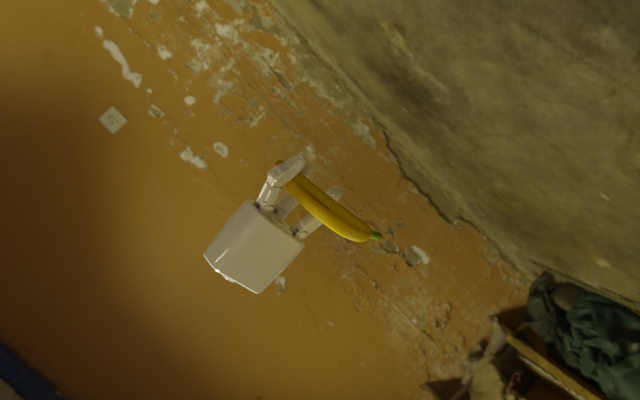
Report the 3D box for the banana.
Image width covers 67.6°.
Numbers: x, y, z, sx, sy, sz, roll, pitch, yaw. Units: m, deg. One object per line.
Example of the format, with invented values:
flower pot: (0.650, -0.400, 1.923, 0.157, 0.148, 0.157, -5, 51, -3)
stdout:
banana: (-0.001, 0.003, 0.691, 0.198, 0.037, 0.069, 38, 5, 12)
